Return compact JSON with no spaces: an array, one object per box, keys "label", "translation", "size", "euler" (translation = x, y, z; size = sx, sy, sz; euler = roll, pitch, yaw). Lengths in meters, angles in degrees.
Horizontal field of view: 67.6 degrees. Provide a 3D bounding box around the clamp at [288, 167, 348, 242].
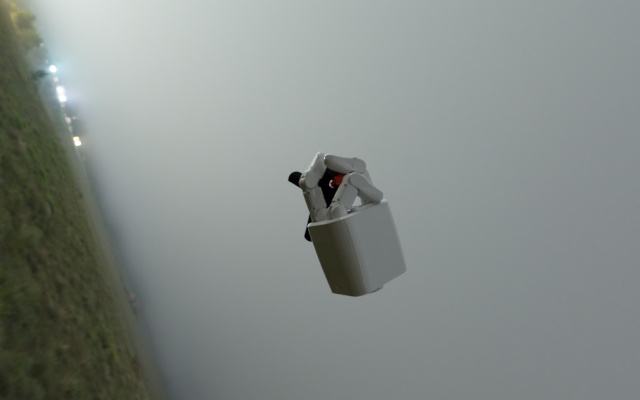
[{"label":"clamp","translation":[0.001,0.002,0.736],"size":[0.039,0.120,0.171],"euler":[-19,2,-24]}]
